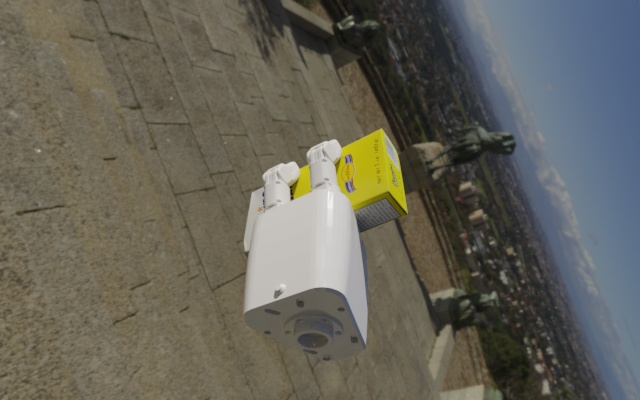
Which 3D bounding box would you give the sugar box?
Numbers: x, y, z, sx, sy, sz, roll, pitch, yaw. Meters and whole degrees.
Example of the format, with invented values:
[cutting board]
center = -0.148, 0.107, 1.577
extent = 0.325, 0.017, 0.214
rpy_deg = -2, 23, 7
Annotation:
[sugar box]
center = 0.000, 0.001, 0.505
extent = 0.176, 0.093, 0.048
rpy_deg = -23, -48, 23
